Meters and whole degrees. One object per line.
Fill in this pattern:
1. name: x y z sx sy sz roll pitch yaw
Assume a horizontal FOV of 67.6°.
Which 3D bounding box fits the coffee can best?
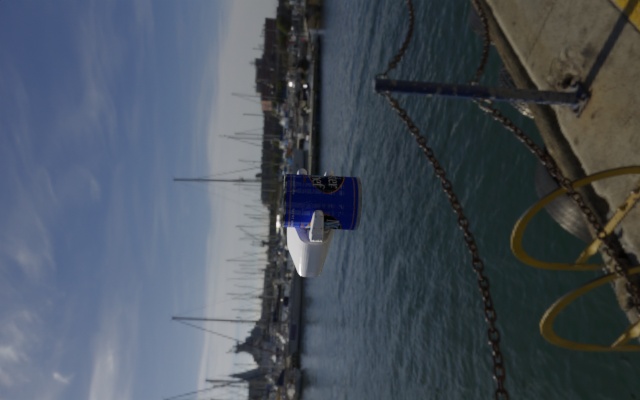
1. coffee can: 0.000 0.003 0.899 0.140 0.103 0.103 3 0 -6
